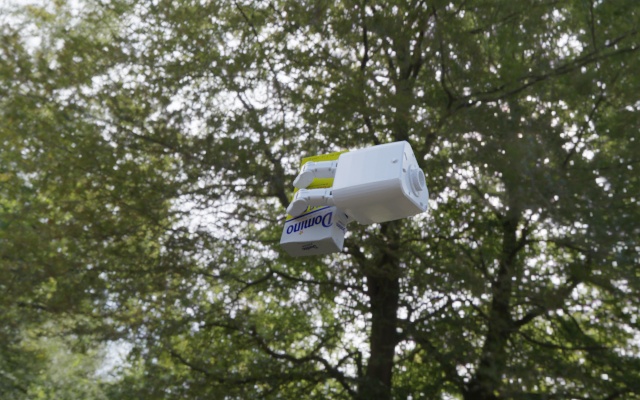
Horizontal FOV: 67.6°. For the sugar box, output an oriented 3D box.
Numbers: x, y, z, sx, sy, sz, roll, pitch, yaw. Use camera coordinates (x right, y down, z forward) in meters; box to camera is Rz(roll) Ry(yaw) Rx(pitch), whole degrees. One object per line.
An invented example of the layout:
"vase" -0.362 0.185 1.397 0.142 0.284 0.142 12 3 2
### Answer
"sugar box" 0.000 0.002 0.769 0.093 0.176 0.048 -9 -43 28
